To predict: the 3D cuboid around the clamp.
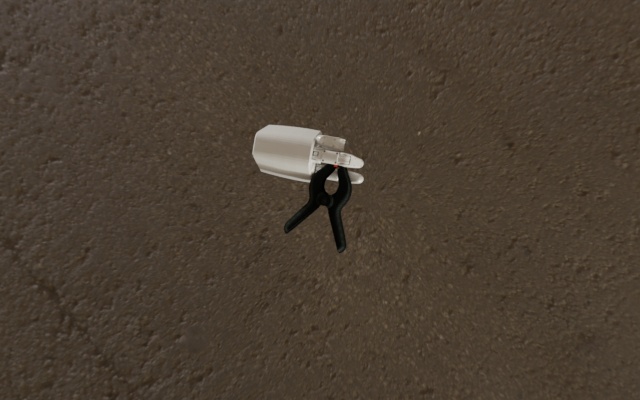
[{"bbox_3d":[0.000,0.003,0.872,0.120,0.171,0.039,10,2,6],"label":"clamp"}]
